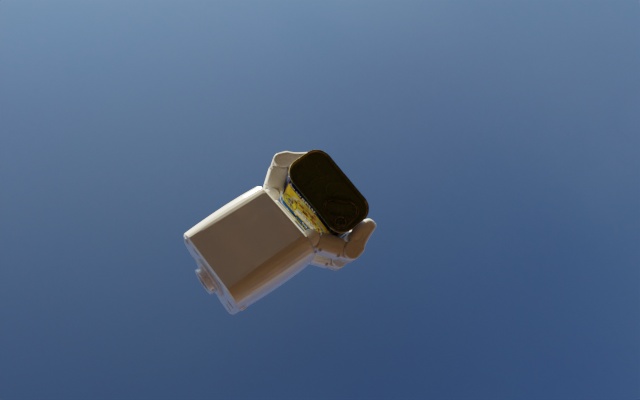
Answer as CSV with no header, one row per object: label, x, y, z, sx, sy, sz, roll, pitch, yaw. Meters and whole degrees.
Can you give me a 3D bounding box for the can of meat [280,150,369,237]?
can of meat,0.000,0.002,0.579,0.057,0.102,0.084,-37,-7,-24
